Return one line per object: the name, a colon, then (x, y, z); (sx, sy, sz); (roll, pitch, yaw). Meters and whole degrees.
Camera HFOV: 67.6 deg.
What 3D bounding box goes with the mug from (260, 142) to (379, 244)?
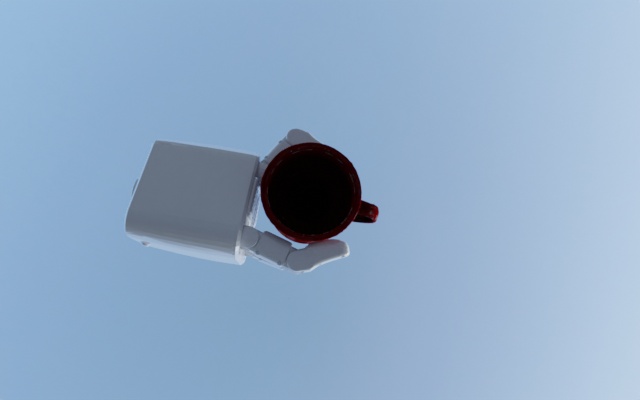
mug: (0.001, 0.002, 0.474); (0.117, 0.093, 0.081); (12, -12, -3)
